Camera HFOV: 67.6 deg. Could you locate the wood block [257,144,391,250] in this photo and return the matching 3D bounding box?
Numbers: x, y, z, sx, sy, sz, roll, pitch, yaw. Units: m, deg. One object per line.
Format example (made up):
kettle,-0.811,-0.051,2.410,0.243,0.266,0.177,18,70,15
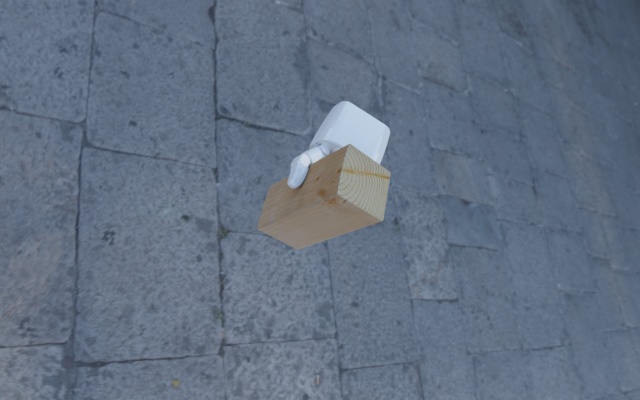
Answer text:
wood block,0.000,0.002,0.754,0.091,0.090,0.206,31,-34,-28
